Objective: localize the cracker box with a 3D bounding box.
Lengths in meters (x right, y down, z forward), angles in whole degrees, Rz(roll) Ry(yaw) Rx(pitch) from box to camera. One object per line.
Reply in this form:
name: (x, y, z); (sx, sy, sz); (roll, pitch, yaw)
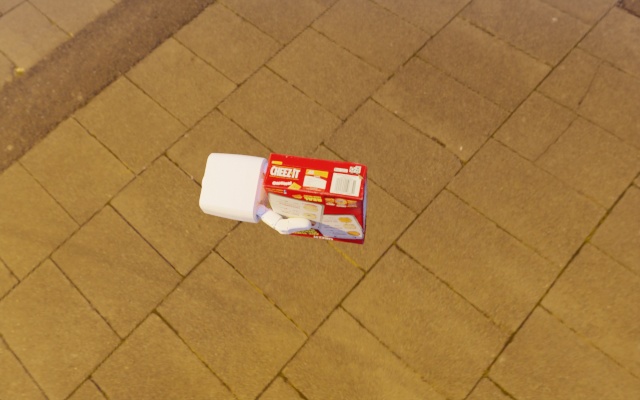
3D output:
cracker box: (0.000, 0.003, 0.852); (0.164, 0.072, 0.214); (7, -23, 9)
